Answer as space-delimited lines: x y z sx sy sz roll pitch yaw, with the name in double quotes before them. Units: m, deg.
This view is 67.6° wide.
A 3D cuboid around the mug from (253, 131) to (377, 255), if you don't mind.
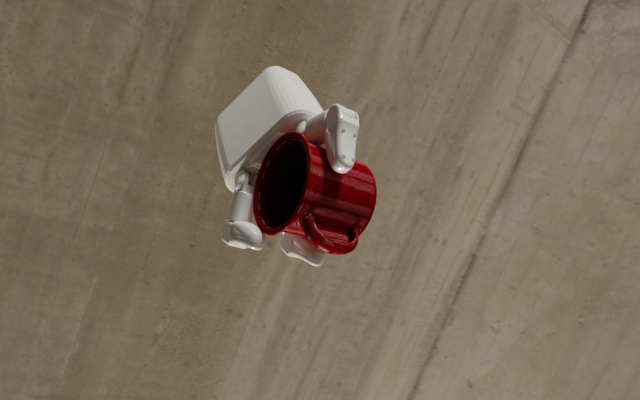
"mug" 0.001 0.002 0.427 0.081 0.093 0.117 16 32 -33
